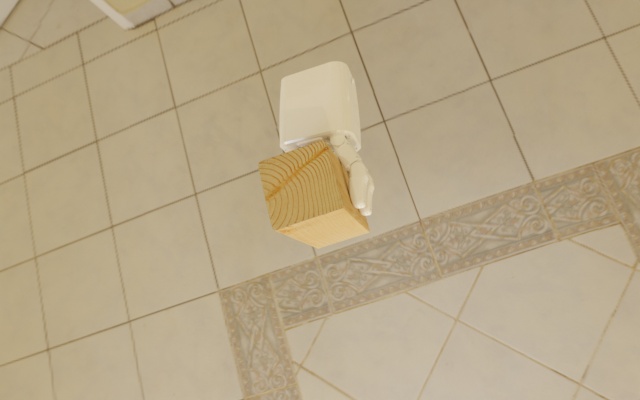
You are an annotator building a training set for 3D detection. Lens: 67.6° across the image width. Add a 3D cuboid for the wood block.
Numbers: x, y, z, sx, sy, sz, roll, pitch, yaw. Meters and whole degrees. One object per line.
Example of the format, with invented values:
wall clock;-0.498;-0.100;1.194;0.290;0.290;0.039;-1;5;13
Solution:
wood block;0.000;0.002;0.657;0.091;0.090;0.206;-18;-15;11
